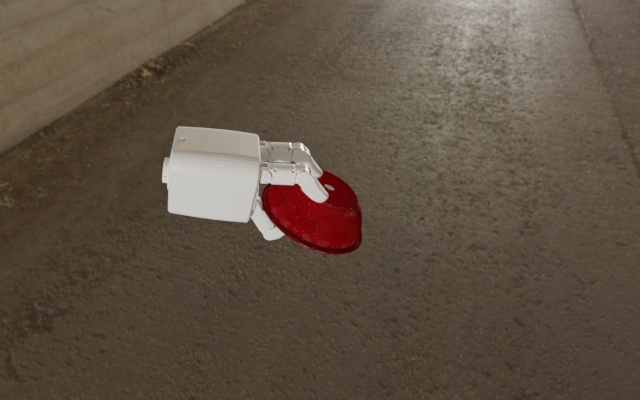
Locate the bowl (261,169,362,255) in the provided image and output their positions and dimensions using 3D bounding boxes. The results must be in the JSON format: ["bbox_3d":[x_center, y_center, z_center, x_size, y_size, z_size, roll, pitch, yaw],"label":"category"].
[{"bbox_3d":[0.001,0.002,0.681,0.162,0.055,0.162,23,29,-13],"label":"bowl"}]
